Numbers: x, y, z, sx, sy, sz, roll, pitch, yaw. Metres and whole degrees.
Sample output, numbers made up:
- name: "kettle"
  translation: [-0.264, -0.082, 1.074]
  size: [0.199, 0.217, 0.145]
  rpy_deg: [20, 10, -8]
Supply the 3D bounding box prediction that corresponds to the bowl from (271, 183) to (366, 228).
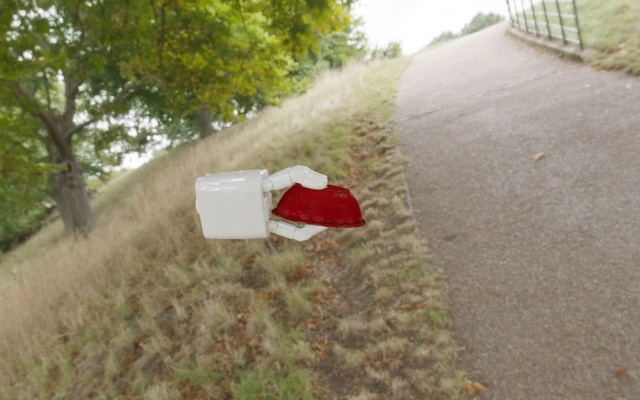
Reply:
- name: "bowl"
  translation: [0.001, 0.002, 0.808]
  size: [0.162, 0.055, 0.162]
  rpy_deg: [8, 8, -1]
